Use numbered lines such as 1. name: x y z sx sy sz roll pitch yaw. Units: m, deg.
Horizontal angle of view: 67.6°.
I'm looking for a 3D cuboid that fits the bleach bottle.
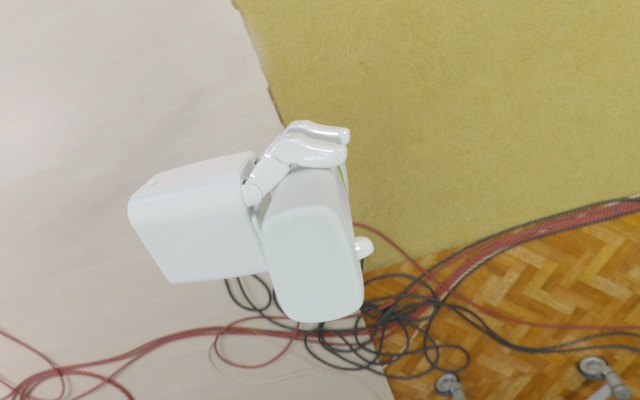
1. bleach bottle: 0.000 0.001 0.464 0.068 0.103 0.250 -12 21 8
